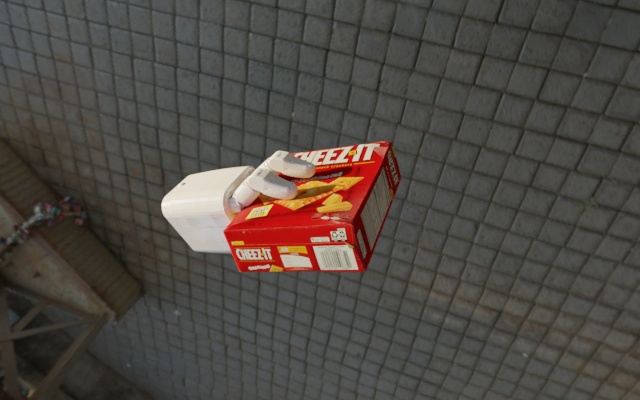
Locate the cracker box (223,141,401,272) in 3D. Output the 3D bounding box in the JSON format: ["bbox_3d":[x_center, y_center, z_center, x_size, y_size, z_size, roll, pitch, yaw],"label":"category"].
[{"bbox_3d":[0.000,0.002,0.616,0.164,0.072,0.213,-4,30,24],"label":"cracker box"}]
